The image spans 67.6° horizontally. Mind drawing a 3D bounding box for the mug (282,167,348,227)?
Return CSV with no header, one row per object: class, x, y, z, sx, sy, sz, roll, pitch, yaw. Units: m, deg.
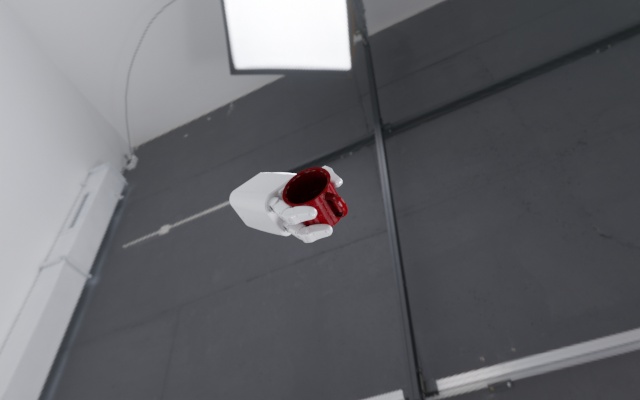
mug,0.001,0.003,0.845,0.117,0.093,0.081,10,-36,40
